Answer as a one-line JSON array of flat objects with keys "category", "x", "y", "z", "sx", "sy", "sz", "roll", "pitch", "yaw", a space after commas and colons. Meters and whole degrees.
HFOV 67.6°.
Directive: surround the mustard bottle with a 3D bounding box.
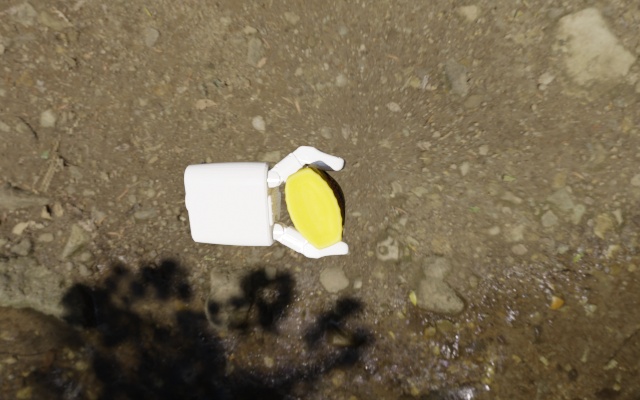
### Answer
[{"category": "mustard bottle", "x": 0.000, "y": 0.002, "z": 0.638, "sx": 0.058, "sy": 0.096, "sz": 0.191, "roll": -25, "pitch": 3, "yaw": 7}]
